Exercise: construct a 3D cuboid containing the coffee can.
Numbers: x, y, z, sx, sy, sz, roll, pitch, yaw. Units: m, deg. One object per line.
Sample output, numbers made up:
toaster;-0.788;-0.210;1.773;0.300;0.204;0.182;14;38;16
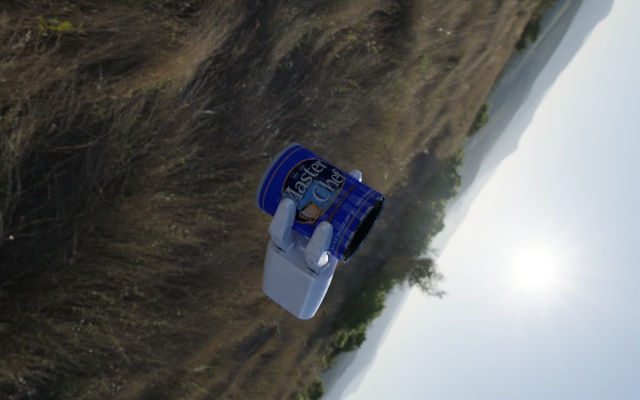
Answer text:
coffee can;0.000;0.002;0.627;0.140;0.103;0.103;32;10;16
